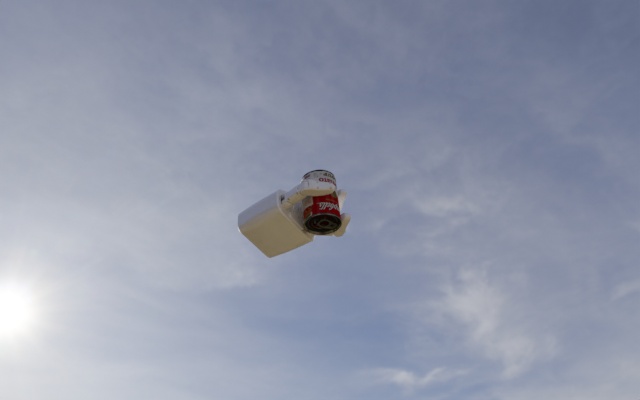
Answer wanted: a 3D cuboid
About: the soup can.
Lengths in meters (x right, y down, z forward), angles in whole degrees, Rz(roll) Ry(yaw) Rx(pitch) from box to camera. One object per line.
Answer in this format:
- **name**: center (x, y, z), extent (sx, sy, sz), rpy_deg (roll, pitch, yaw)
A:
- **soup can**: center (0.000, 0.002, 0.875), extent (0.068, 0.102, 0.069), rpy_deg (-4, -36, -3)
